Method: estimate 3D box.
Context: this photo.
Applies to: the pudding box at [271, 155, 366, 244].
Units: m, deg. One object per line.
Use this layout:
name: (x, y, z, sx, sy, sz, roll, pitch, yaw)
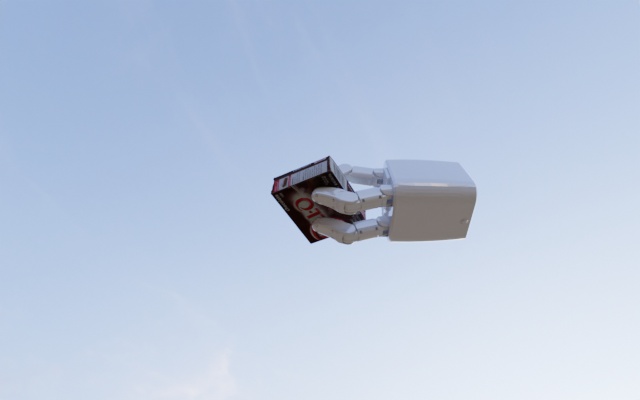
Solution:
pudding box: (0.000, 0.002, 0.649, 0.090, 0.113, 0.039, -21, 37, 19)
